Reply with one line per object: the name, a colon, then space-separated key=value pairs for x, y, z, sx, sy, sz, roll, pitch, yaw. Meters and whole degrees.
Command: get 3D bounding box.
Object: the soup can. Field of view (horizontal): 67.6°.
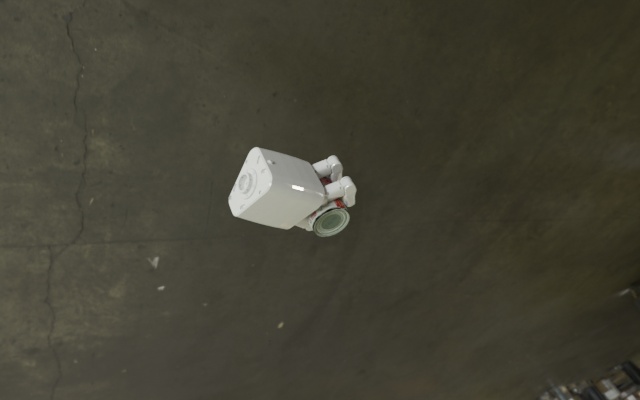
soup can: x=0.001 y=0.003 z=0.813 sx=0.068 sy=0.068 sz=0.102 roll=0 pitch=43 yaw=-31
